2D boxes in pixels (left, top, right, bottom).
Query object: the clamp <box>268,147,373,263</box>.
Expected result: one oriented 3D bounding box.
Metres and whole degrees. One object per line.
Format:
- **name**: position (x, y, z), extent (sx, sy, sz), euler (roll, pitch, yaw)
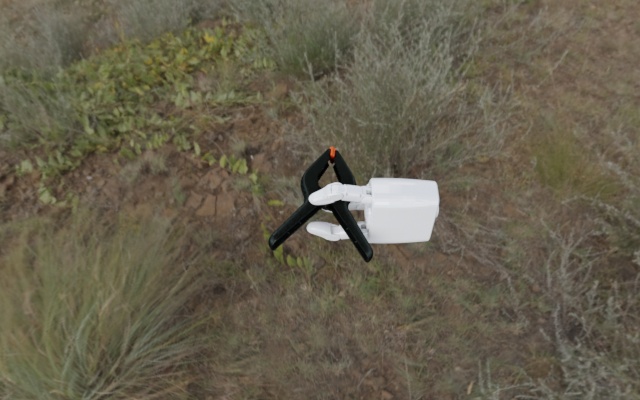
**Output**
- **clamp**: position (0.000, 0.002, 0.791), extent (0.164, 0.209, 0.036), euler (2, -30, -4)
